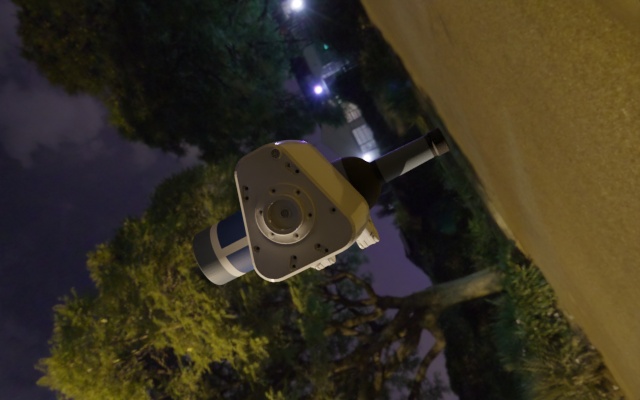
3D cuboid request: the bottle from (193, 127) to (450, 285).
[{"bbox_3d":[0.000,0.002,0.525,0.296,0.069,0.069,-27,-6,12],"label":"bottle"}]
